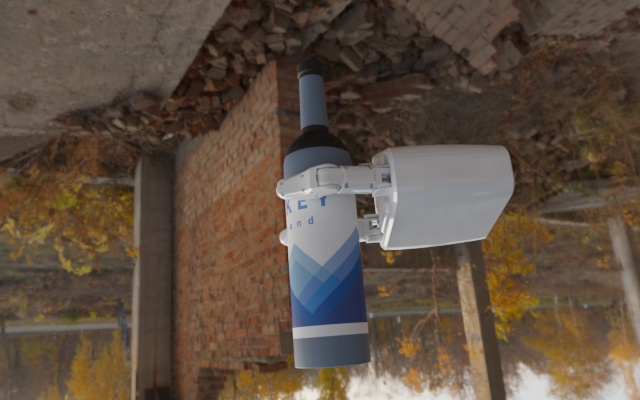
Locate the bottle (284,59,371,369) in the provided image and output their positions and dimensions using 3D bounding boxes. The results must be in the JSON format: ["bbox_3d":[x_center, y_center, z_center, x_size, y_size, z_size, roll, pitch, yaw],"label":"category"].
[{"bbox_3d":[0.000,0.002,0.454,0.069,0.295,0.069,-4,-16,-1],"label":"bottle"}]
